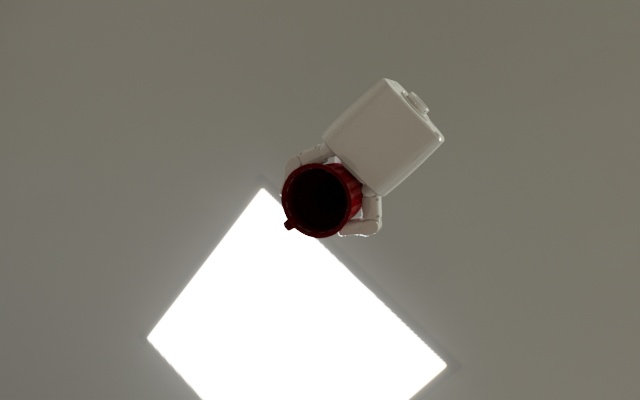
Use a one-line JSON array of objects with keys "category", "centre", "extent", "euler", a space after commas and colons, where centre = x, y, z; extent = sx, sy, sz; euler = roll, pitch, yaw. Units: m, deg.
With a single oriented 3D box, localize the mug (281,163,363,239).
[{"category": "mug", "centre": [-0.001, 0.003, 0.621], "extent": [0.117, 0.093, 0.081], "euler": [-42, -7, 23]}]
